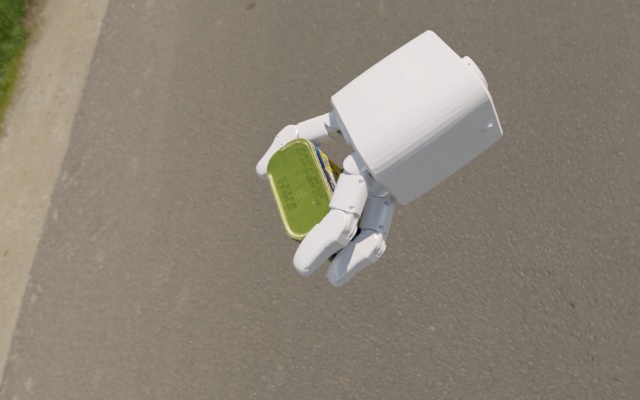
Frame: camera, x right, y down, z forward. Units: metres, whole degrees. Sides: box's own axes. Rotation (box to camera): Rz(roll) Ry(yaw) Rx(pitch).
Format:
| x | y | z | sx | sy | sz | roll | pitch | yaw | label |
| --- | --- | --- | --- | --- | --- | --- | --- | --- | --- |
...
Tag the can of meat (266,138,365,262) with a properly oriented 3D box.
| x | y | z | sx | sy | sz | roll | pitch | yaw | label |
| --- | --- | --- | --- | --- | --- | --- | --- | --- | --- |
| 0.000 | 0.001 | 0.445 | 0.057 | 0.102 | 0.084 | -31 | -31 | 15 | can of meat |
